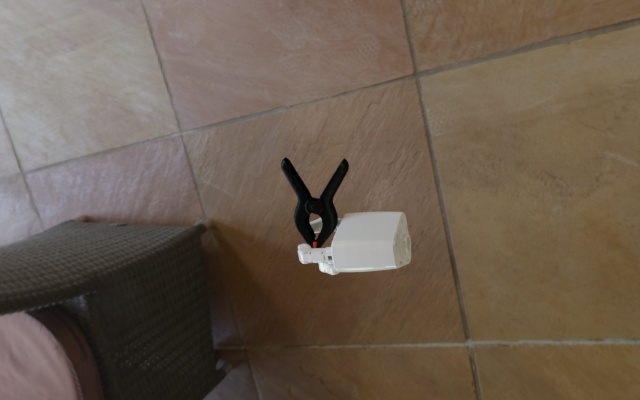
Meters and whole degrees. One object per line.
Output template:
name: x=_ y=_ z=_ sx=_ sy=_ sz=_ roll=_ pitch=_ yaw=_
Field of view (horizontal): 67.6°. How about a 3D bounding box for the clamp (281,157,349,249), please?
clamp: x=0.000 y=0.003 z=0.833 sx=0.120 sy=0.171 sz=0.039 roll=-5 pitch=14 yaw=24
